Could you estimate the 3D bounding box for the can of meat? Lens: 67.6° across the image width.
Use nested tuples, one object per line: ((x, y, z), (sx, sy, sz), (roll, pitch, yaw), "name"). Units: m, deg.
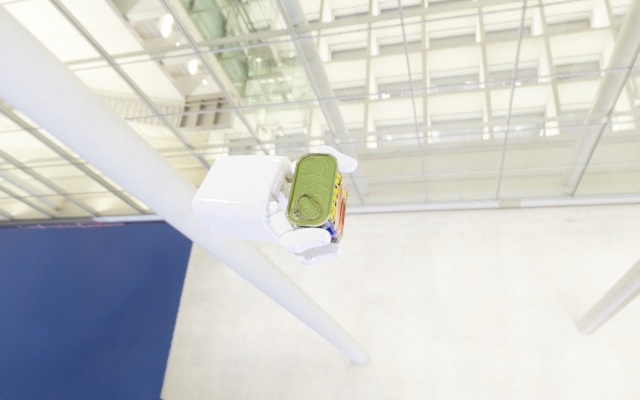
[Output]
((0.000, 0.002, 0.628), (0.057, 0.102, 0.084), (2, -25, 17), "can of meat")
